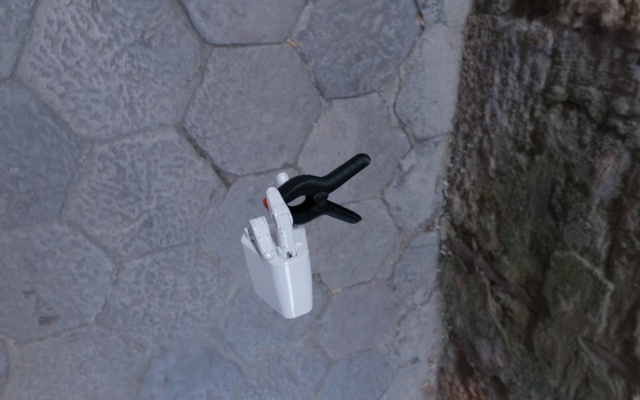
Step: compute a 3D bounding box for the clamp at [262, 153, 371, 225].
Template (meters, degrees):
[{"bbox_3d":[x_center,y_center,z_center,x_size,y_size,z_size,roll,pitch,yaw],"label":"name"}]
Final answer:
[{"bbox_3d":[0.000,0.003,0.713,0.171,0.120,0.039,-17,31,-18],"label":"clamp"}]
